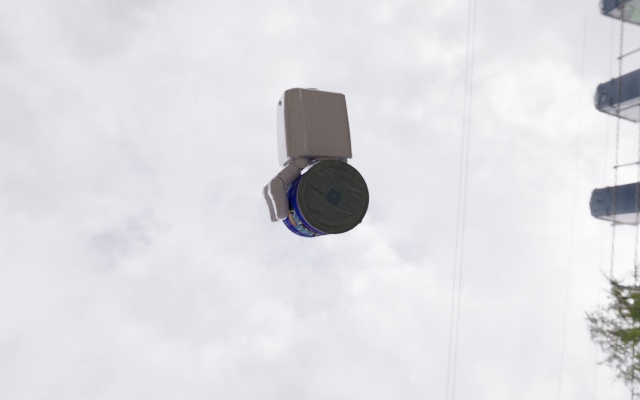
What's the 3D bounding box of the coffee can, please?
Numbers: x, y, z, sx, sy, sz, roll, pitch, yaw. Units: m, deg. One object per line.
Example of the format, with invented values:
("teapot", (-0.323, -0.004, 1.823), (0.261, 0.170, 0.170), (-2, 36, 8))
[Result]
("coffee can", (0.000, 0.002, 0.713), (0.103, 0.103, 0.140), (0, -6, -16))
